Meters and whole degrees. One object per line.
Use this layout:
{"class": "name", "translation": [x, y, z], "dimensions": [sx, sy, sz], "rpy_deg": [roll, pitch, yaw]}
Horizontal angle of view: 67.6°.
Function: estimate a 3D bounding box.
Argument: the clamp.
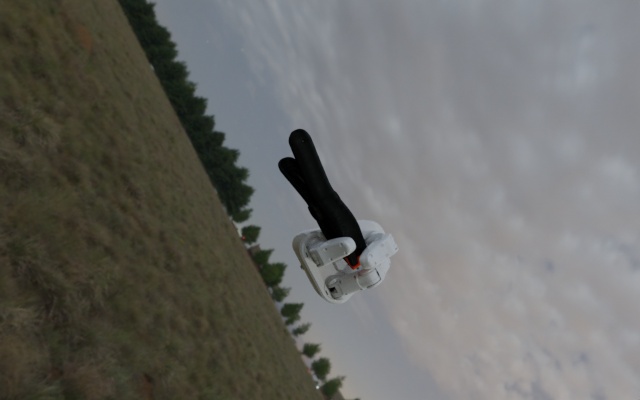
{"class": "clamp", "translation": [0.001, 0.002, 0.572], "dimensions": [0.039, 0.171, 0.120], "rpy_deg": [-28, 4, -10]}
